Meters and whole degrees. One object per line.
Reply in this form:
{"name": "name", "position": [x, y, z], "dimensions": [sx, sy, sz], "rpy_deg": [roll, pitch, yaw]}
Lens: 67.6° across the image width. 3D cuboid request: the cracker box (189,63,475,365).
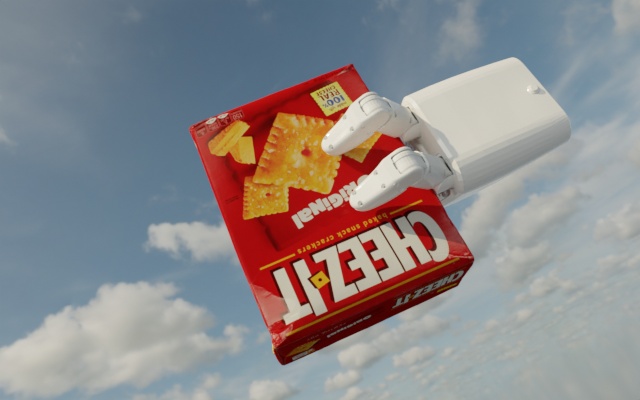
{"name": "cracker box", "position": [0.000, 0.001, 0.408], "dimensions": [0.164, 0.213, 0.072], "rpy_deg": [-22, -26, -9]}
